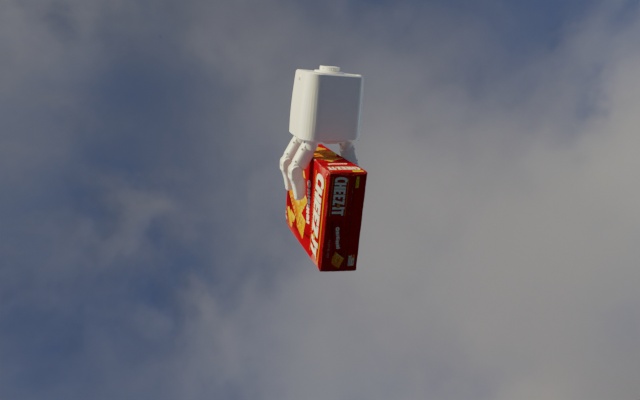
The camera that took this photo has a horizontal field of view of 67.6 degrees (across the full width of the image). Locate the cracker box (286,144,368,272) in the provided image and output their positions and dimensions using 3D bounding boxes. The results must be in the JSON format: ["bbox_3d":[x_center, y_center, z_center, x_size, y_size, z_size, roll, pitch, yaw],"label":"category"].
[{"bbox_3d":[0.000,0.003,0.817,0.072,0.164,0.213,-1,18,-18],"label":"cracker box"}]
